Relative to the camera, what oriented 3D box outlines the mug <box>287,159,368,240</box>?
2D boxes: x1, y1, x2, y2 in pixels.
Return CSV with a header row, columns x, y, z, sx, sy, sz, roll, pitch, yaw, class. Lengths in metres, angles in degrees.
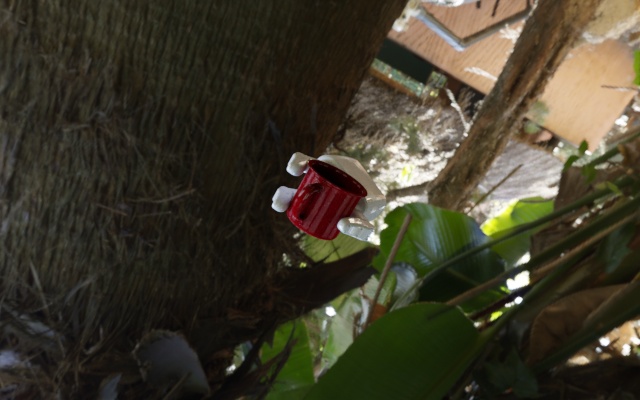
x,y,z,sx,sy,sz,roll,pitch,yaw,class
-0.001,0.002,0.653,0.093,0.081,0.117,37,19,20,mug
